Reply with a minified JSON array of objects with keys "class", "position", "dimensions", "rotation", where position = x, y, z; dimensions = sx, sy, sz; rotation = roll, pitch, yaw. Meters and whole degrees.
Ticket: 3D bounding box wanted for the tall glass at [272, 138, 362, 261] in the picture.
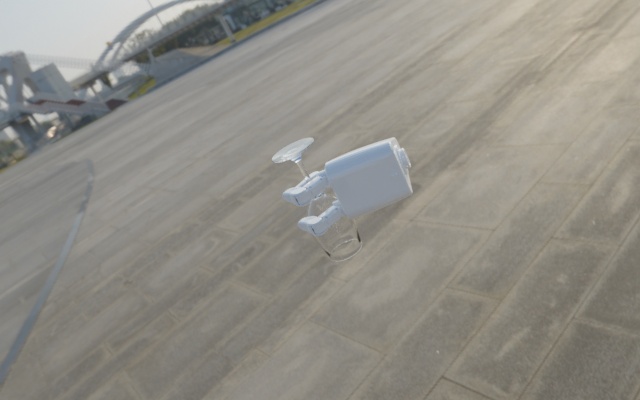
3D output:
[{"class":"tall glass","position":[0.000,0.002,0.779],"dimensions":[0.079,0.201,0.079],"rotation":[-24,22,10]}]
